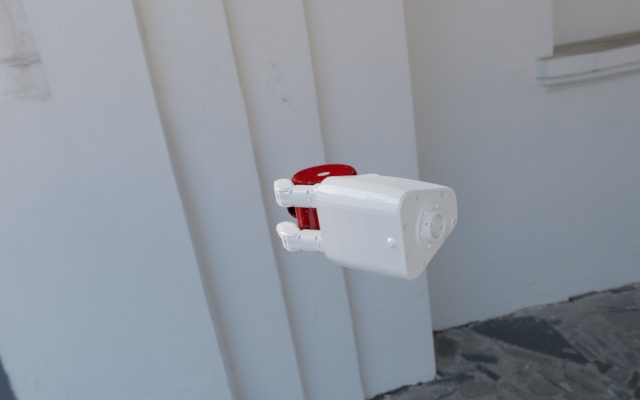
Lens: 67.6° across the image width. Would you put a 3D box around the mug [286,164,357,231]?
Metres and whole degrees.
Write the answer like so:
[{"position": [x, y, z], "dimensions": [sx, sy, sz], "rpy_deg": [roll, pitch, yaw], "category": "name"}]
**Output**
[{"position": [-0.001, 0.002, 0.602], "dimensions": [0.117, 0.081, 0.093], "rpy_deg": [9, 25, 42], "category": "mug"}]
